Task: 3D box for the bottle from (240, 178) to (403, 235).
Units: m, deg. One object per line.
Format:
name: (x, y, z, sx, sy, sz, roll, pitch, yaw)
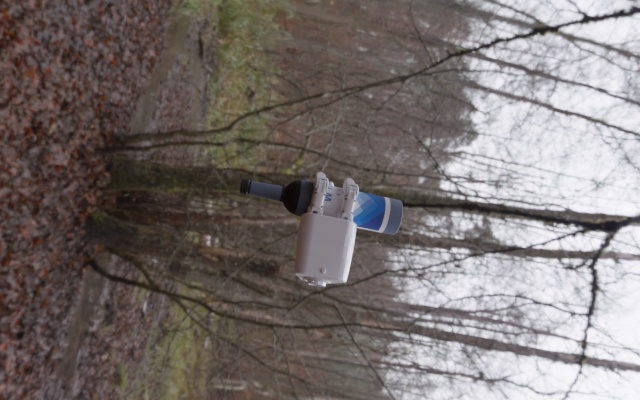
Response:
bottle: (0.000, 0.003, 0.876, 0.296, 0.069, 0.069, 12, -2, -8)
